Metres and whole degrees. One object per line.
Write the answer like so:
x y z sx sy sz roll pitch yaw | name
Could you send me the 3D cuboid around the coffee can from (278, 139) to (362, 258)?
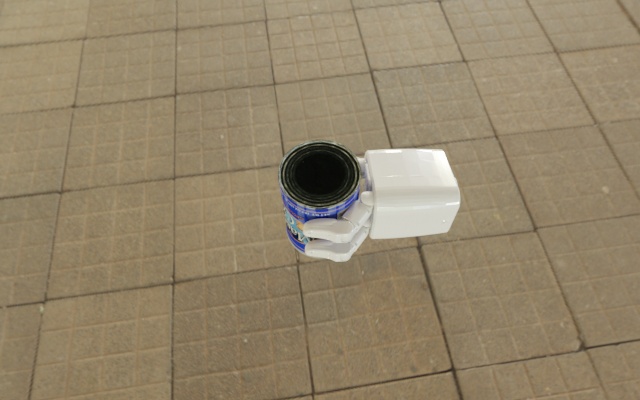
0.000 0.002 0.639 0.103 0.102 0.140 0 -31 1 | coffee can
